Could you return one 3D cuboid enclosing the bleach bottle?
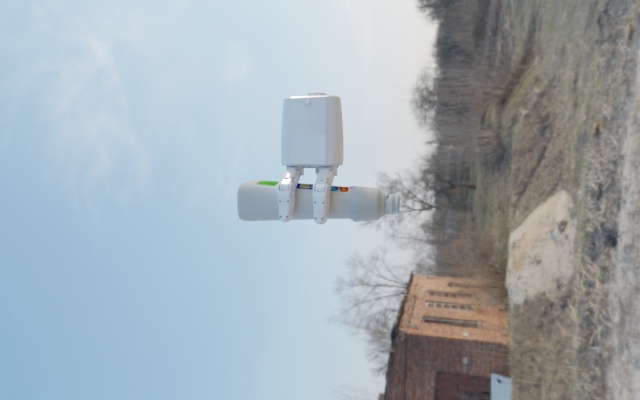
[{"bbox_3d":[0.000,0.003,0.762,0.251,0.068,0.102,2,7,16],"label":"bleach bottle"}]
